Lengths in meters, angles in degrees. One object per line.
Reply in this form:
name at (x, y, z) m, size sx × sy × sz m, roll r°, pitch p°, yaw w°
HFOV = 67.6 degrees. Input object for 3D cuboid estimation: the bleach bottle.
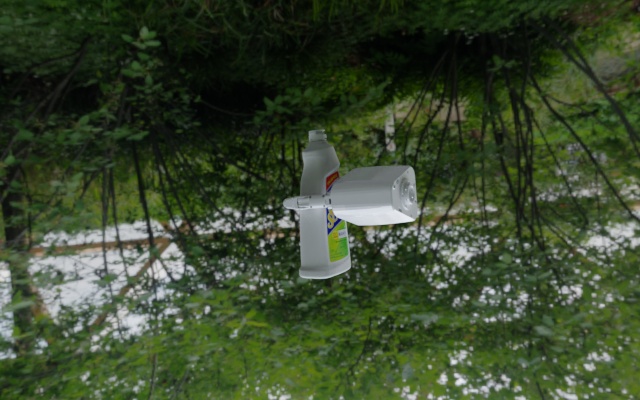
bleach bottle at (0.000, 0.003, 0.836) m, size 0.068 × 0.251 × 0.102 m, roll -3°, pitch 3°, yaw 33°
